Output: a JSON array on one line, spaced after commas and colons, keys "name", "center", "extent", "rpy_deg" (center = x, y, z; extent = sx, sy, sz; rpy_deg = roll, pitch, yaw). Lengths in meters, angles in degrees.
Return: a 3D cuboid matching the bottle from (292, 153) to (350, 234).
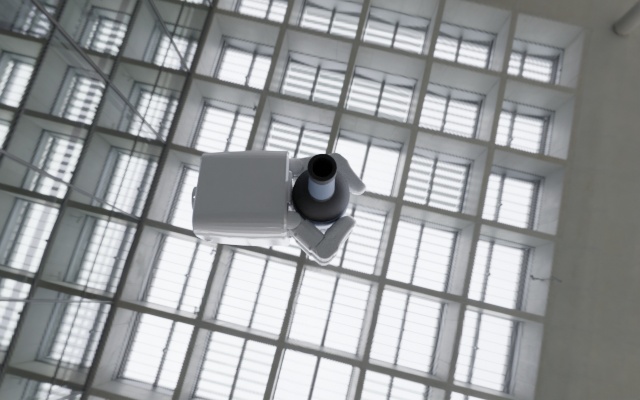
[{"name": "bottle", "center": [0.000, 0.002, 0.579], "extent": [0.069, 0.069, 0.296], "rpy_deg": [0, -13, -1]}]
